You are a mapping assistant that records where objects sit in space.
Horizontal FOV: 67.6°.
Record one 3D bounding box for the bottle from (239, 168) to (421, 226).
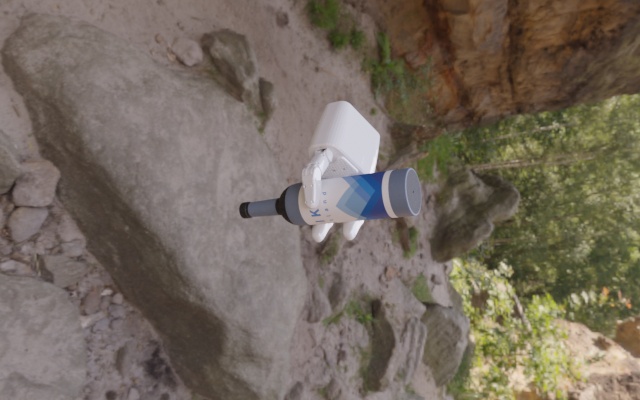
[{"bbox_3d":[0.000,0.002,0.725,0.296,0.069,0.069,-6,-3,29],"label":"bottle"}]
